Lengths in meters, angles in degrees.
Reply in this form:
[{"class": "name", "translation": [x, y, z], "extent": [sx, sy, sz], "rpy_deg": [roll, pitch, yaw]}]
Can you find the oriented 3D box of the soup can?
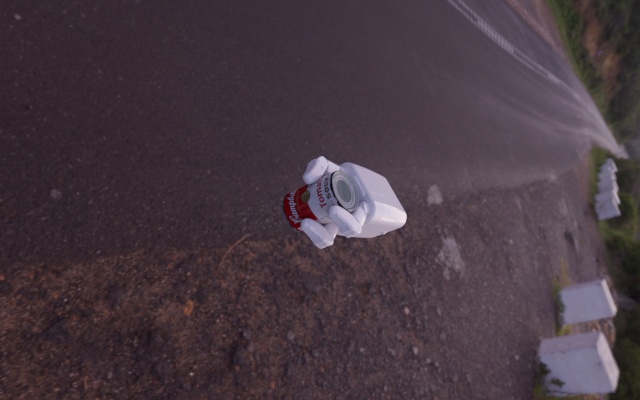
[{"class": "soup can", "translation": [0.000, 0.002, 0.734], "extent": [0.102, 0.068, 0.068], "rpy_deg": [-24, -14, 35]}]
